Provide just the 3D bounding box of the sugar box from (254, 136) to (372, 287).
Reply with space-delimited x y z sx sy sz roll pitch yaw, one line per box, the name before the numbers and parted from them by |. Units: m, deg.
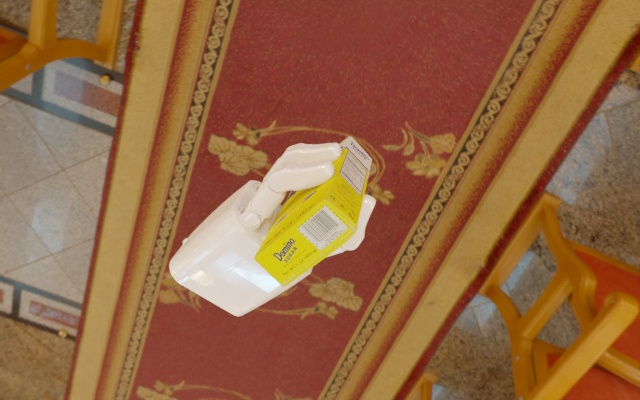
sugar box | 0.000 0.001 0.480 0.093 0.048 0.176 -39 15 23
